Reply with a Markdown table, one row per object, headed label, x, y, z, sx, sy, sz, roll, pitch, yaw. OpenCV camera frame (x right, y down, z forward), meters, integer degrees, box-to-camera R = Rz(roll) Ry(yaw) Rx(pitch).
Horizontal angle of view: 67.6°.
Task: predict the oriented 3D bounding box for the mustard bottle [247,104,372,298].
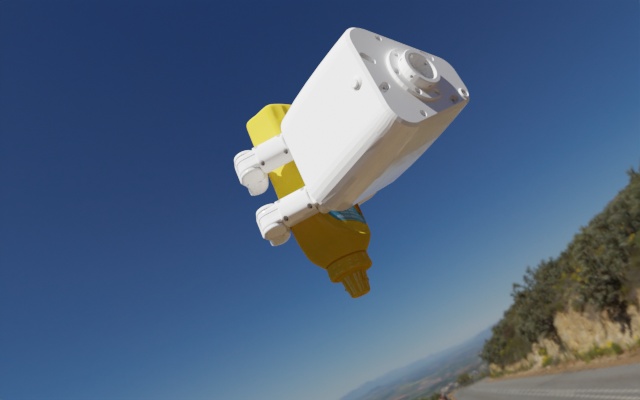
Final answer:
| label | x | y | z | sx | sy | sz | roll | pitch | yaw |
| --- | --- | --- | --- | --- | --- | --- | --- | --- | --- |
| mustard bottle | 0.000 | 0.001 | 0.455 | 0.058 | 0.191 | 0.096 | -34 | -23 | 23 |
